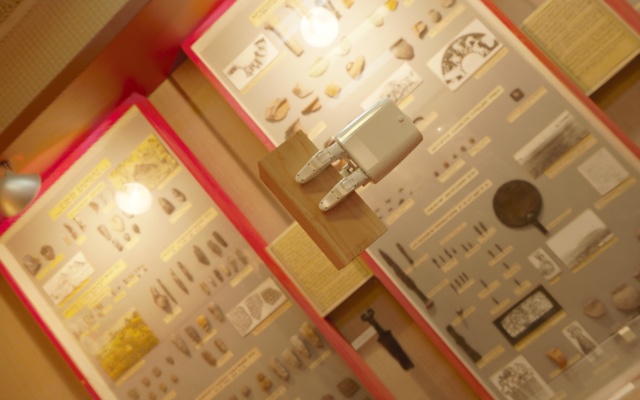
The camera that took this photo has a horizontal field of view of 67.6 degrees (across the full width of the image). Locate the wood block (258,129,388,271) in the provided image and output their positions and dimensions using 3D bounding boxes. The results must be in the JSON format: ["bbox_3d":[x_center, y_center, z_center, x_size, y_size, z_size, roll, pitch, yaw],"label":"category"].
[{"bbox_3d":[0.000,0.002,0.763,0.090,0.206,0.091,-39,-7,-11],"label":"wood block"}]
